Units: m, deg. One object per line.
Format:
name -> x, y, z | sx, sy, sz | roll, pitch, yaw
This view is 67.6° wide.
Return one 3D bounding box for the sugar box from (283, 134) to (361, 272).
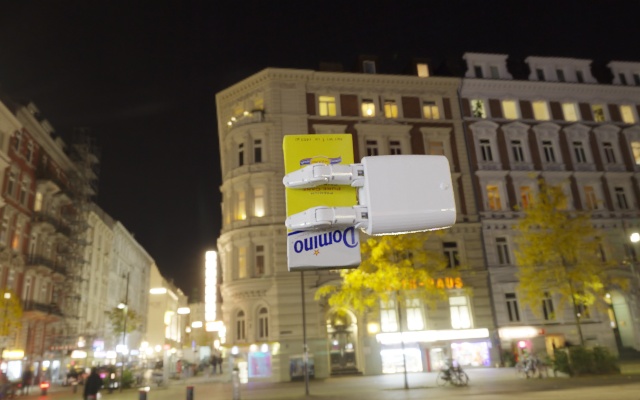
sugar box -> 0.000, 0.002, 0.625 | 0.093, 0.176, 0.048 | -3, -18, -5
